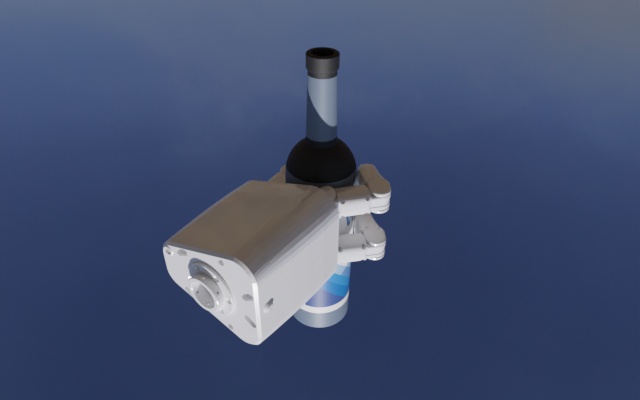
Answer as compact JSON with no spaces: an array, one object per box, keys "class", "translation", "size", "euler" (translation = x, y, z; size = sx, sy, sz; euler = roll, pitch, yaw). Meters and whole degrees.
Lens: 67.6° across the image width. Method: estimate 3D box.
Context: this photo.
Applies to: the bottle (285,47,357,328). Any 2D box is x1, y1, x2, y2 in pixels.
[{"class":"bottle","translation":[0.000,0.002,0.466],"size":[0.069,0.296,0.069],"euler":[1,36,0]}]
